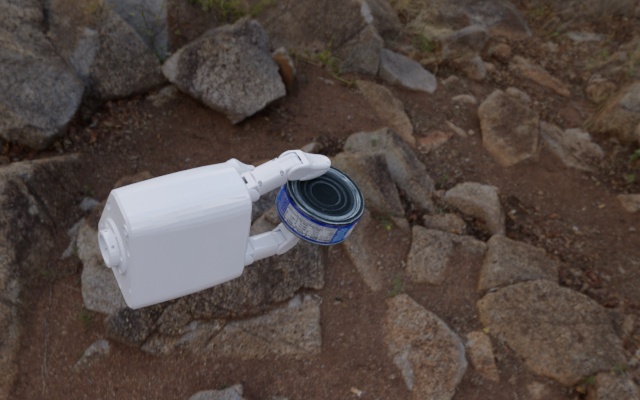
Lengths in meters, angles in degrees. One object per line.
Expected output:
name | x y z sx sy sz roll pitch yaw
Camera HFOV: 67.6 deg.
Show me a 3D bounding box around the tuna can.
tuna can | 0.000 0.001 0.480 0.086 0.086 0.034 0 -41 -29
